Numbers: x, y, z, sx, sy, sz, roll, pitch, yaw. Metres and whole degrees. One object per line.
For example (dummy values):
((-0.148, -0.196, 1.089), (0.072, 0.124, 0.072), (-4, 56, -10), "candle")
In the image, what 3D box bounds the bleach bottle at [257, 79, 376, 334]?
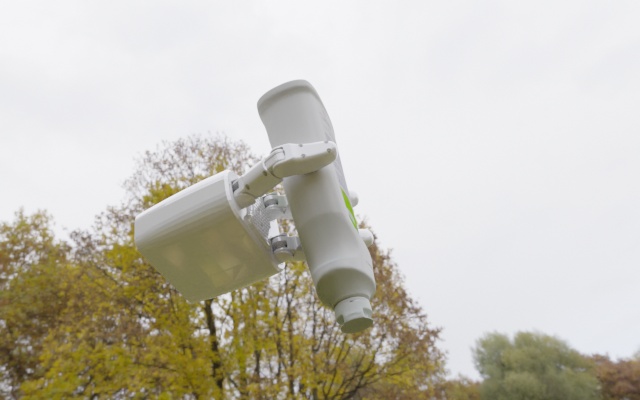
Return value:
((0.000, 0.001, 0.457), (0.068, 0.250, 0.103), (-23, -38, 10), "bleach bottle")
